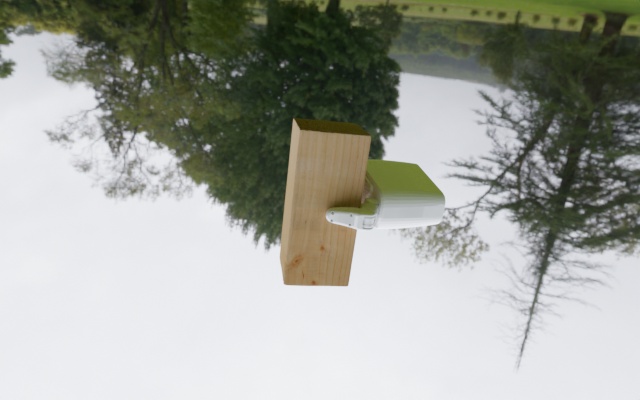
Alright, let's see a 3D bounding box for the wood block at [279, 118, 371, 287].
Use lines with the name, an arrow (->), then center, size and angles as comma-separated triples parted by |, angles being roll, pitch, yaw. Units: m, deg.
wood block -> 0.001, 0.002, 0.640 | 0.090, 0.206, 0.090 | 3, 18, -11
